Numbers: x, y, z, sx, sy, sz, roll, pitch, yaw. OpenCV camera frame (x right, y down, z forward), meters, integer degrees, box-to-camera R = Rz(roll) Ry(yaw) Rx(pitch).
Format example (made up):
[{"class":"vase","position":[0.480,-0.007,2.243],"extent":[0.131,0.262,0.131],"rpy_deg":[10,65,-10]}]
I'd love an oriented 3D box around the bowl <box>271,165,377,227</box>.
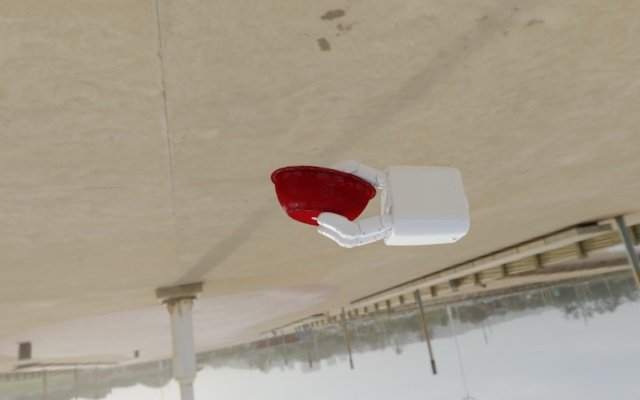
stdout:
[{"class":"bowl","position":[-0.001,0.003,0.713],"extent":[0.162,0.055,0.162],"rpy_deg":[9,-16,3]}]
